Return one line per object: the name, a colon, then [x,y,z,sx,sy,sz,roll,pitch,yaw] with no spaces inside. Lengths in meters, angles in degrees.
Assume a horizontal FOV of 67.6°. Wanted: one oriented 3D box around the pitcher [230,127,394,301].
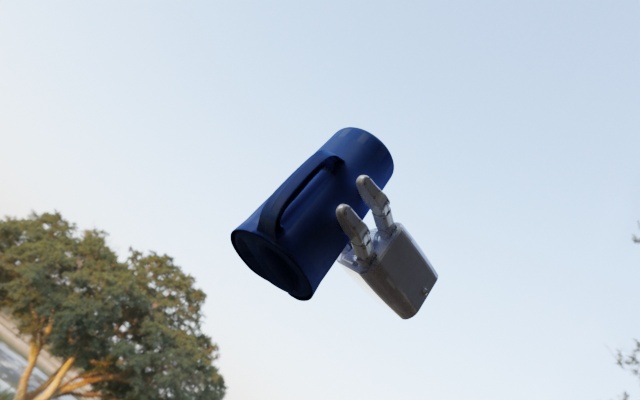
pitcher: [0.000,0.002,0.656,0.242,0.145,0.149,-50,19,-29]
